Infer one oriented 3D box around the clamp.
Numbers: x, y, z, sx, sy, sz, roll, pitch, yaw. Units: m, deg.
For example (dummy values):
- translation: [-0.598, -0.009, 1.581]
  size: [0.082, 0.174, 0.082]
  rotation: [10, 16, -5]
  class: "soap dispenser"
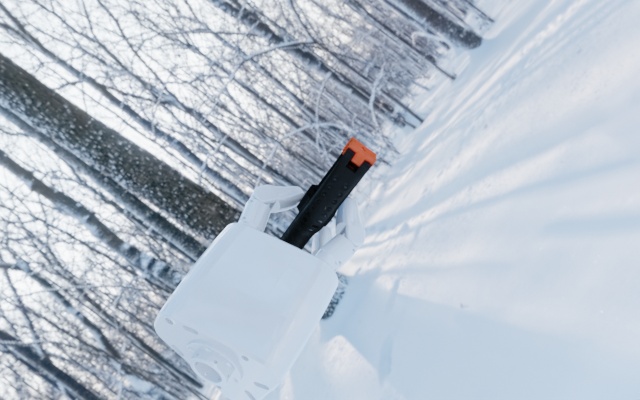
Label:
- translation: [0.000, 0.001, 0.493]
  size: [0.036, 0.164, 0.210]
  rotation: [35, -45, -3]
  class: "clamp"
